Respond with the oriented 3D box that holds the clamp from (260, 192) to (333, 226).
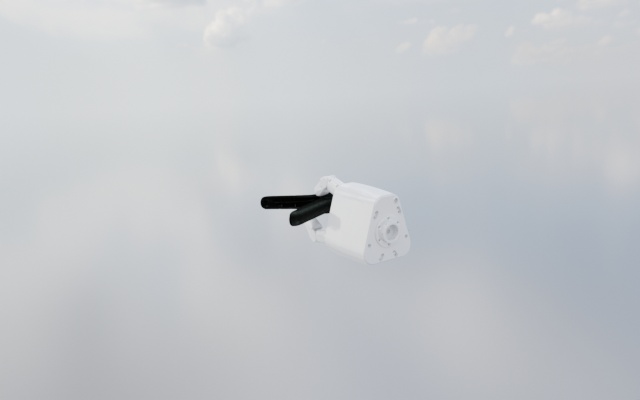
[{"bbox_3d":[0.001,0.002,0.884,0.210,0.036,0.164,-11,16,-30],"label":"clamp"}]
